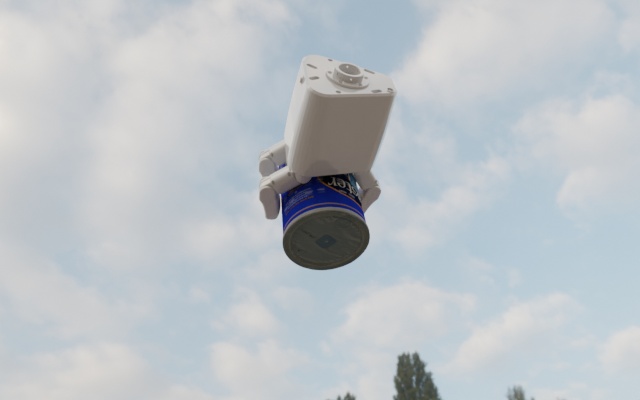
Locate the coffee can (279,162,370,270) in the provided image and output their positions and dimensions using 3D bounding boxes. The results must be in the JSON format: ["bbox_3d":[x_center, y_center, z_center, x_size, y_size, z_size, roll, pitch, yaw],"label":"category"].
[{"bbox_3d":[0.000,0.002,0.605,0.103,0.103,0.140,0,43,-8],"label":"coffee can"}]
